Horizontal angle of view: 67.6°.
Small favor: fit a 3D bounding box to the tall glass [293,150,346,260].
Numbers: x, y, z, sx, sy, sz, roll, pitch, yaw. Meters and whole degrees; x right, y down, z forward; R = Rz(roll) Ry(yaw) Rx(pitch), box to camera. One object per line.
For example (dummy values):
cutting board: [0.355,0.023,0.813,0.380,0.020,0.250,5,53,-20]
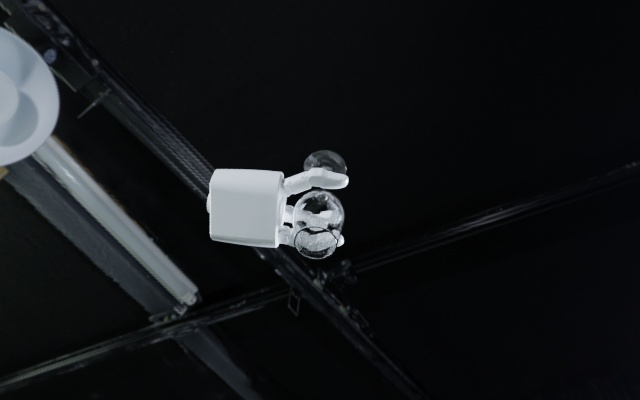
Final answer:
tall glass: [0.000,0.002,0.748,0.079,0.079,0.201,0,36,5]
